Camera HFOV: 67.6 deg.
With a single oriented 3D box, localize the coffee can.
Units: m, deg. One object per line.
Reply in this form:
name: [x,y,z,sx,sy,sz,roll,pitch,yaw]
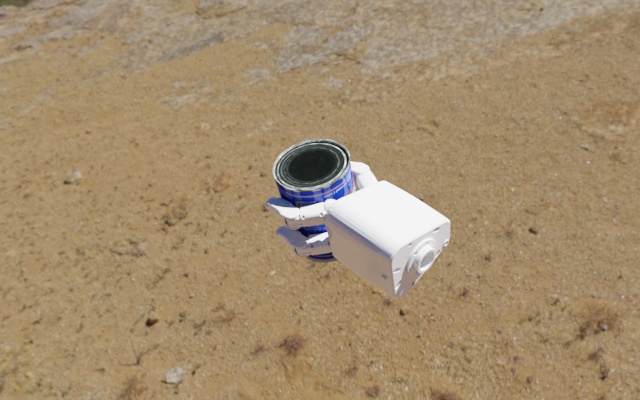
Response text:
coffee can: [0.000,0.002,0.658,0.103,0.140,0.102,-7,43,7]
